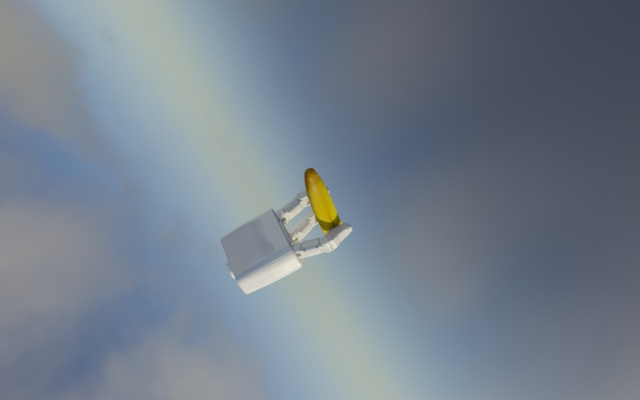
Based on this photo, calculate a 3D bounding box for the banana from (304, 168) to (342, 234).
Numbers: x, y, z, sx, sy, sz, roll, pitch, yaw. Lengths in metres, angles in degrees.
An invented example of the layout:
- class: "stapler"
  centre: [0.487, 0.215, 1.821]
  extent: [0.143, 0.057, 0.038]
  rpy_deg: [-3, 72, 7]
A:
- class: "banana"
  centre: [0.008, 0.019, 0.804]
  extent: [0.037, 0.069, 0.198]
  rpy_deg: [-25, -28, 0]
